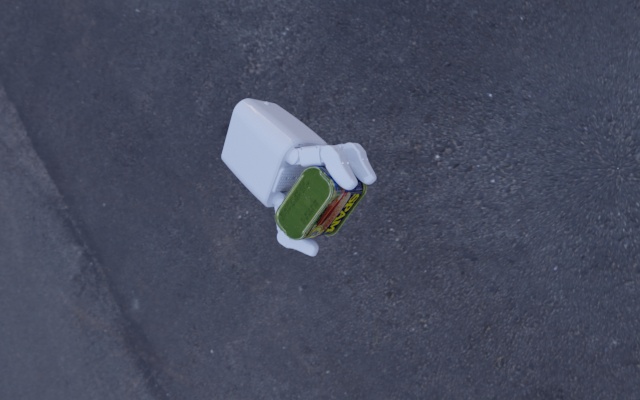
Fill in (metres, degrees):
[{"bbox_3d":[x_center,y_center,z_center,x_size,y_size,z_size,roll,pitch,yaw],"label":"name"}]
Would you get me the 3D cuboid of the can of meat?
[{"bbox_3d":[0.000,0.002,0.615,0.057,0.102,0.084,45,25,22],"label":"can of meat"}]
